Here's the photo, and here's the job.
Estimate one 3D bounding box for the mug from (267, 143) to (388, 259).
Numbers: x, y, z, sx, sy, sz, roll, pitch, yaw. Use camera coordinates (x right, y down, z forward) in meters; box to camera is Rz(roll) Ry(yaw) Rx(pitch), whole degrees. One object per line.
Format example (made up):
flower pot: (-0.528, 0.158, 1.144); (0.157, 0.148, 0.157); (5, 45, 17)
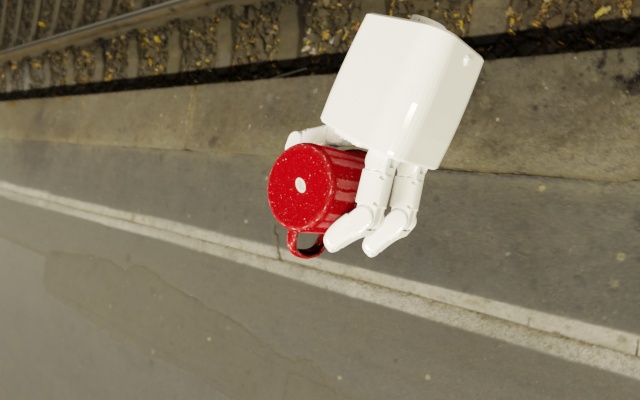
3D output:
mug: (-0.001, 0.003, 0.457); (0.093, 0.117, 0.081); (31, 15, 37)
